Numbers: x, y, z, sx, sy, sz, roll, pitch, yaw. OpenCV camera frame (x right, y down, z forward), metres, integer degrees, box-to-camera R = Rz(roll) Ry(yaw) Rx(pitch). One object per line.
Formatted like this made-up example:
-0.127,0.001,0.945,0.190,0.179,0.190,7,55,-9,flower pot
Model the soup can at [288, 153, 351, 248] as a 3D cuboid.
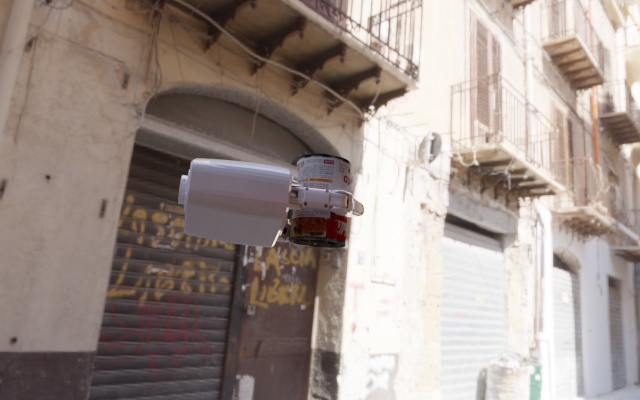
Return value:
0.001,0.002,0.574,0.068,0.102,0.068,5,-12,1,soup can
